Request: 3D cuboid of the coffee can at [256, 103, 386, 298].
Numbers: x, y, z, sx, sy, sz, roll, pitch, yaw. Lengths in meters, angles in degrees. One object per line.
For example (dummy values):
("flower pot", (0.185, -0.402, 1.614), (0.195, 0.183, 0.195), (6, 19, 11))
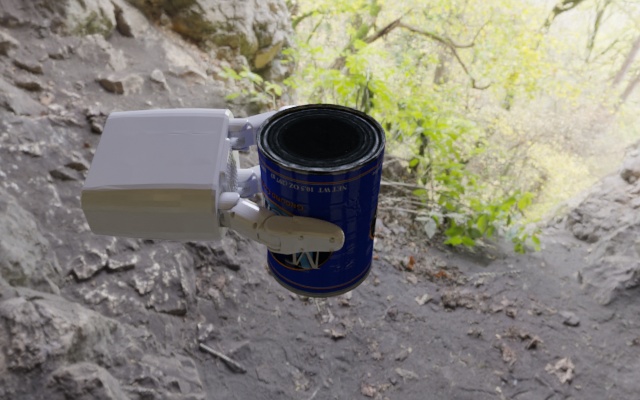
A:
("coffee can", (0.000, 0.002, 0.420), (0.103, 0.140, 0.102), (0, 39, 0))
